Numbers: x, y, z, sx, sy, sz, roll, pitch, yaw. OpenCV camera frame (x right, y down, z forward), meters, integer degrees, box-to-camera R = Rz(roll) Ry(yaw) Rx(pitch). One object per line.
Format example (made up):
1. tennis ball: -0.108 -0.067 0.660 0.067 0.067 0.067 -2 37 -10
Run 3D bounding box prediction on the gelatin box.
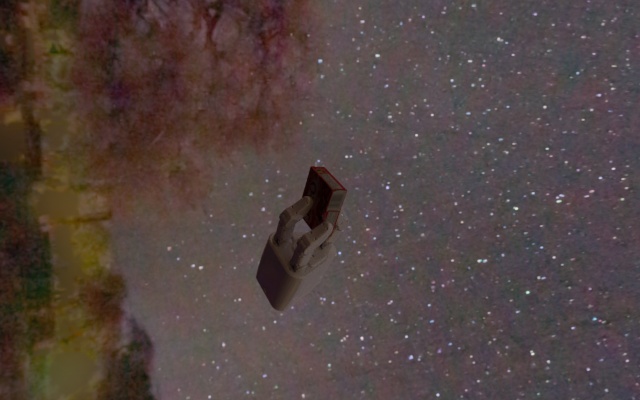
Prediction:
1. gelatin box: 0.001 0.002 0.745 0.030 0.089 0.073 -2 34 -32
